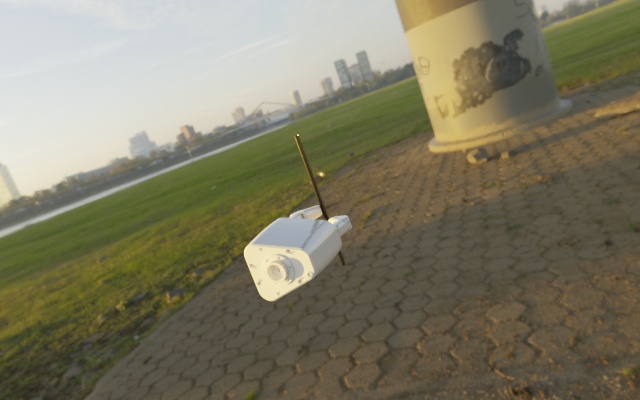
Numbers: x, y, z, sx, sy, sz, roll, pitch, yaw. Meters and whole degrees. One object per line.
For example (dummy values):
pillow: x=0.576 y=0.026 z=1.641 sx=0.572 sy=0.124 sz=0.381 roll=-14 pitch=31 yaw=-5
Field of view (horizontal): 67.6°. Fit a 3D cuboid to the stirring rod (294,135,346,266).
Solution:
stirring rod: x=0.000 y=0.003 z=0.820 sx=0.011 sy=0.239 sz=0.011 roll=-19 pitch=10 yaw=4
